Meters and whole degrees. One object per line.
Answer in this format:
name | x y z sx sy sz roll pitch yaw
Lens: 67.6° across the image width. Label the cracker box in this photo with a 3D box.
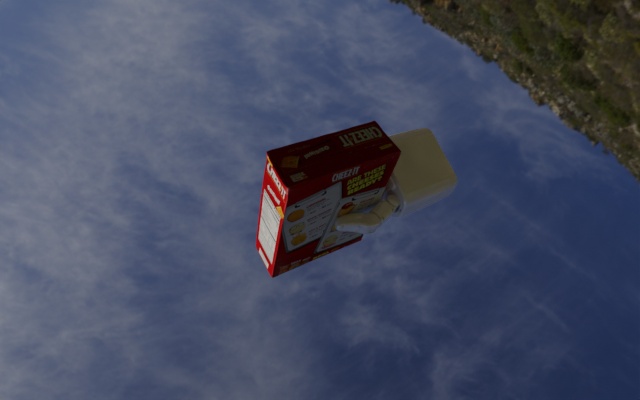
cracker box | 0.000 0.002 0.663 0.164 0.072 0.214 -20 -31 -25
